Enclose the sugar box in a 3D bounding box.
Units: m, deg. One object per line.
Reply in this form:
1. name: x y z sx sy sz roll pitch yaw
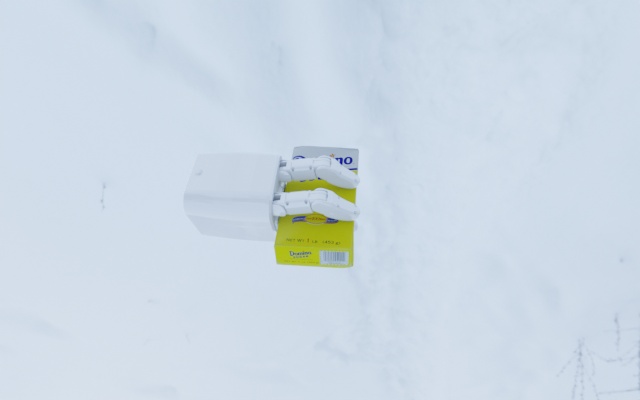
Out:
1. sugar box: 0.000 0.002 0.610 0.093 0.176 0.048 3 -40 4
